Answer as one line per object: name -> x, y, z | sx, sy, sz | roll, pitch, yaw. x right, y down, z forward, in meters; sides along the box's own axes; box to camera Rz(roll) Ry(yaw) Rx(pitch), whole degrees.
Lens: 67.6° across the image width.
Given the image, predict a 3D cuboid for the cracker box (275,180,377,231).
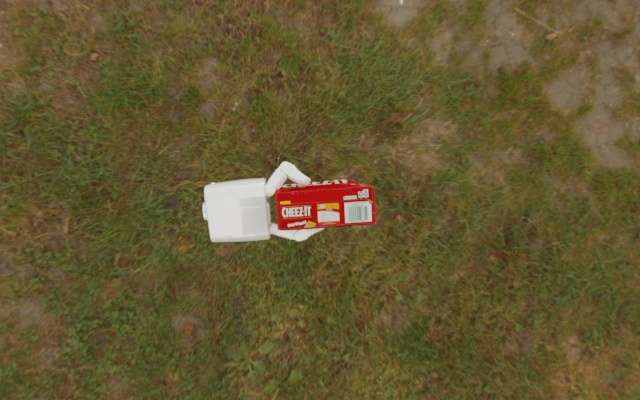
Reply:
cracker box -> 0.000, 0.003, 0.873 | 0.164, 0.072, 0.213 | -4, 5, -5
